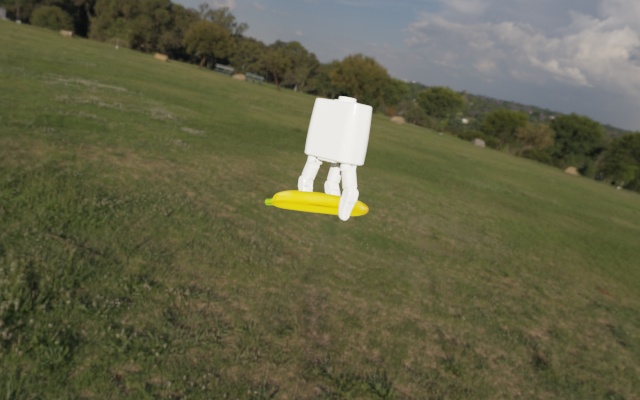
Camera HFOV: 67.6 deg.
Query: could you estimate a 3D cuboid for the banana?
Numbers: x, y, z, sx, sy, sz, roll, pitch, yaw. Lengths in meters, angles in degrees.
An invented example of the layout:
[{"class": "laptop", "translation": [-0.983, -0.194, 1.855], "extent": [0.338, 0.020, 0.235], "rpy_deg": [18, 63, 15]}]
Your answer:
[{"class": "banana", "translation": [0.000, 0.004, 0.877], "extent": [0.198, 0.037, 0.069], "rpy_deg": [7, 3, -9]}]
